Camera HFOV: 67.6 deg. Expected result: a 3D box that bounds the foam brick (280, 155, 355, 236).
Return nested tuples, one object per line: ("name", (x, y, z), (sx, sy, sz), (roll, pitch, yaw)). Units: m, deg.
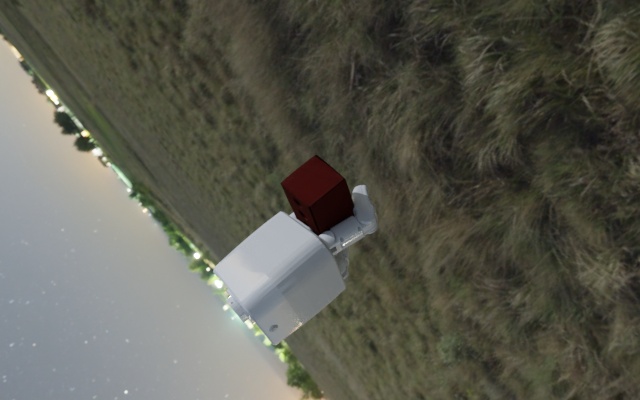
("foam brick", (0.000, 0.001, 0.523), (0.051, 0.078, 0.053), (-38, 51, -14))
